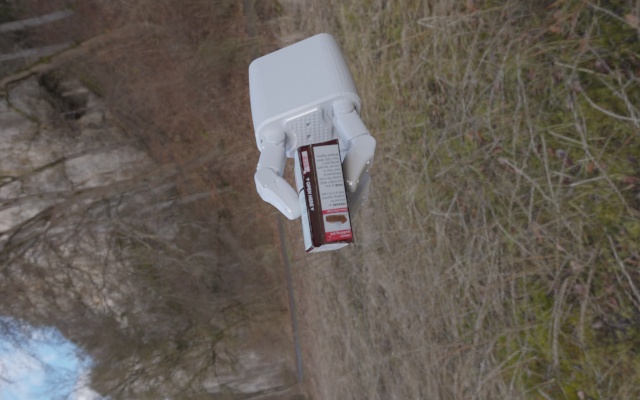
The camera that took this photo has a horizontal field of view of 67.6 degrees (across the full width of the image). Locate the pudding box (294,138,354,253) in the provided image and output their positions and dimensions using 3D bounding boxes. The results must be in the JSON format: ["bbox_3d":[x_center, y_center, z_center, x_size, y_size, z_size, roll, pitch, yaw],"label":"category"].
[{"bbox_3d":[0.000,0.001,0.444,0.039,0.090,0.113,-9,-7,-4],"label":"pudding box"}]
